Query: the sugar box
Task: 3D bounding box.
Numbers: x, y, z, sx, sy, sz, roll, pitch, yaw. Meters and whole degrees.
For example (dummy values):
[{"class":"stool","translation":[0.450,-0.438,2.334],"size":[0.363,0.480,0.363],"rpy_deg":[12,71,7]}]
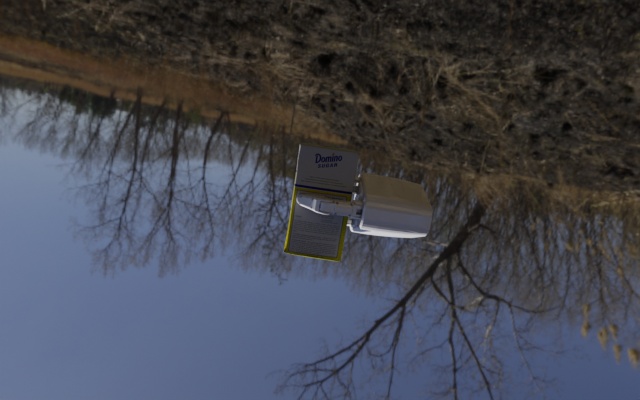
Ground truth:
[{"class":"sugar box","translation":[0.000,0.002,0.754],"size":[0.093,0.176,0.048],"rpy_deg":[9,9,-4]}]
